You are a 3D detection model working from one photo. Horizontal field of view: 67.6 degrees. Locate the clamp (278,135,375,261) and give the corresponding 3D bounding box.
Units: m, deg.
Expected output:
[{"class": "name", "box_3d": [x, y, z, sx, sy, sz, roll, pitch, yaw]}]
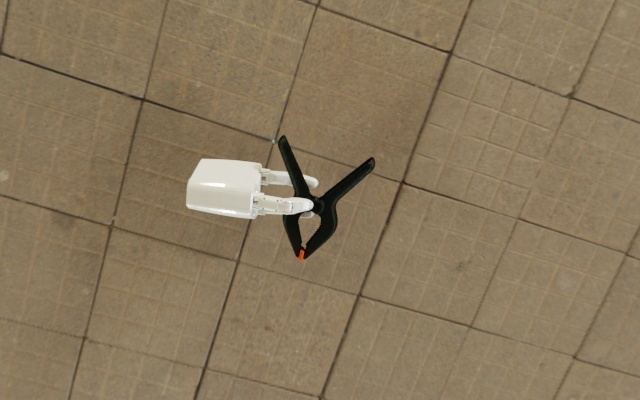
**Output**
[{"class": "clamp", "box_3d": [0.000, 0.003, 0.811, 0.164, 0.210, 0.036, 7, 13, 0]}]
